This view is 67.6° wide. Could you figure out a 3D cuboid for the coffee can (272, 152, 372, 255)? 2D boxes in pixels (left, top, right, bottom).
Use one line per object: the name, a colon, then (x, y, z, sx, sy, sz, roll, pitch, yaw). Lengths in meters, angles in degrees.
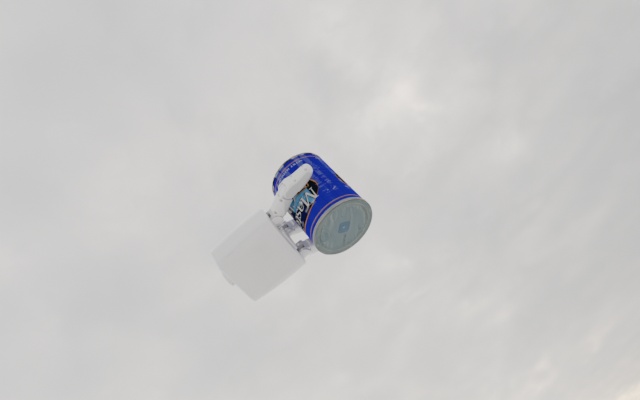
coffee can: (0.000, 0.002, 0.754, 0.103, 0.103, 0.140, 0, 34, -38)
